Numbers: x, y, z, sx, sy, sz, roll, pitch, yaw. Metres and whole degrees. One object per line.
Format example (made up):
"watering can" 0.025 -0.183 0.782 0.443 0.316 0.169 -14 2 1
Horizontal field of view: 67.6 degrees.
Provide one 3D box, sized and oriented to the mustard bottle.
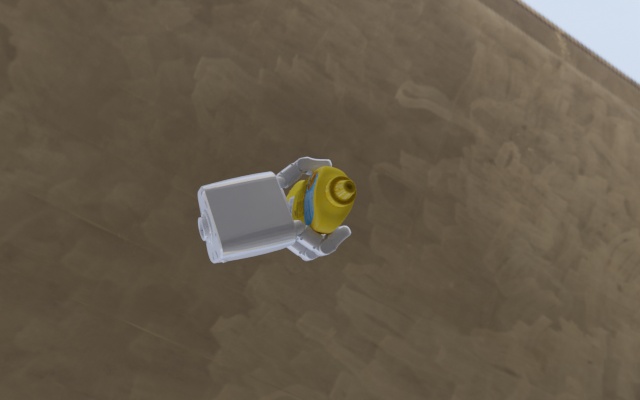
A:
"mustard bottle" 0.000 0.002 0.693 0.058 0.096 0.192 14 -17 -19
